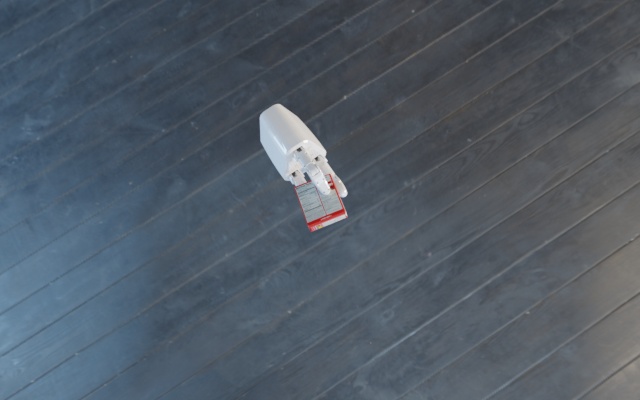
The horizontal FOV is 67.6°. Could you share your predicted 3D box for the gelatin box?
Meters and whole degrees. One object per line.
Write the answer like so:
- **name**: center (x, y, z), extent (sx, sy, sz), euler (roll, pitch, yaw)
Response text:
- **gelatin box**: center (0.000, 0.003, 0.878), extent (0.073, 0.089, 0.030), euler (-22, -27, 2)
